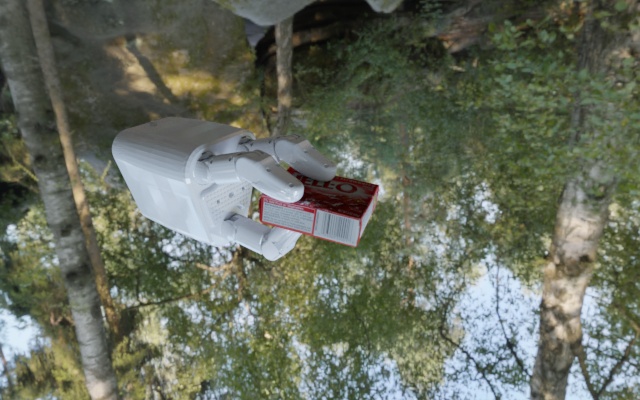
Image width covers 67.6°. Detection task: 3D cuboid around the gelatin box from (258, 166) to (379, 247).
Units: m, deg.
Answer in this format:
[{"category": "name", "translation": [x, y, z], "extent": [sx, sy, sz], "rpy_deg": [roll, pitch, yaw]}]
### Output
[{"category": "gelatin box", "translation": [0.000, 0.002, 0.419], "extent": [0.089, 0.030, 0.073], "rpy_deg": [14, 27, 13]}]
